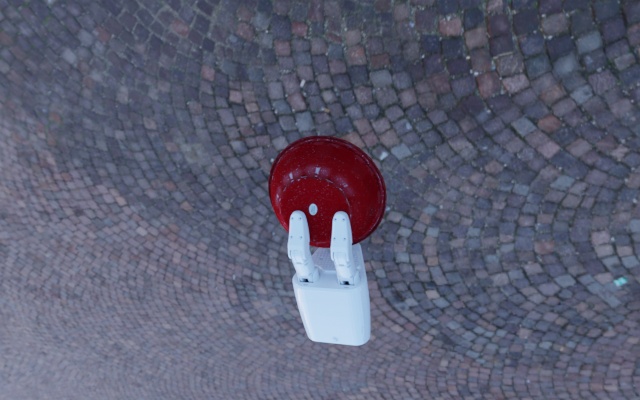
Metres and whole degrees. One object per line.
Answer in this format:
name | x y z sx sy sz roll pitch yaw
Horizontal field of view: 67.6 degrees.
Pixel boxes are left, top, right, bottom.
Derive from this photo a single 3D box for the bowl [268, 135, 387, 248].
bowl | 0.000 0.001 0.606 0.162 0.162 0.055 0 23 17
